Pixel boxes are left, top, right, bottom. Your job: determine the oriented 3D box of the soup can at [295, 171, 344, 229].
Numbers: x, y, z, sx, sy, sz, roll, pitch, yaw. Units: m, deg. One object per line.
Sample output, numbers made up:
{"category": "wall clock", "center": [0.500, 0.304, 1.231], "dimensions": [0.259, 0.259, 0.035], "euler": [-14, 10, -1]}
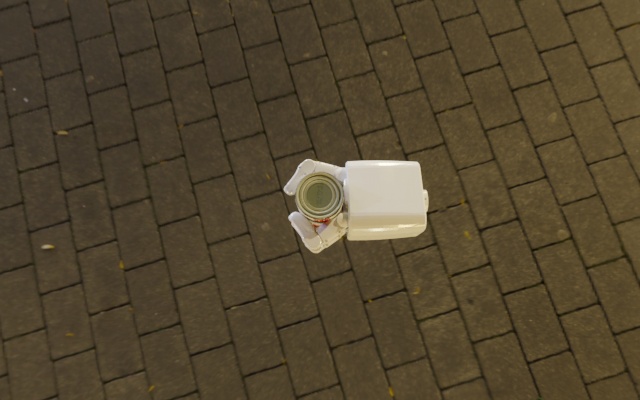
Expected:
{"category": "soup can", "center": [0.000, 0.002, 0.688], "dimensions": [0.068, 0.068, 0.102], "euler": [0, -11, 2]}
